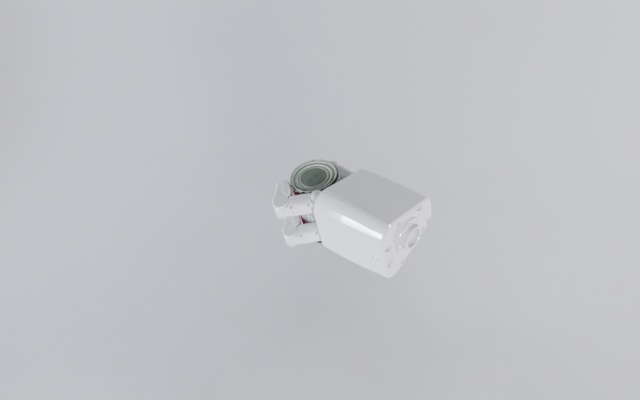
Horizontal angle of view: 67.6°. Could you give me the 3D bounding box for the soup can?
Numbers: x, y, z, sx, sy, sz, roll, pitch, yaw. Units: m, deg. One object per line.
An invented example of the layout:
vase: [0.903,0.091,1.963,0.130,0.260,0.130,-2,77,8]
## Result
soup can: [0.000,0.002,0.669,0.068,0.102,0.068,-8,44,7]
